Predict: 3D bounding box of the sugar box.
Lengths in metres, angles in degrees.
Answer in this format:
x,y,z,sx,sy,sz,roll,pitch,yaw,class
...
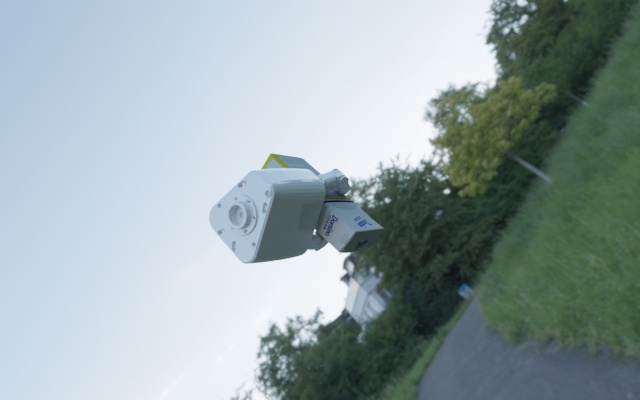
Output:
x,y,z,sx,sy,sz,roll,pitch,yaw,class
0.000,0.003,0.689,0.176,0.048,0.093,45,21,24,sugar box
